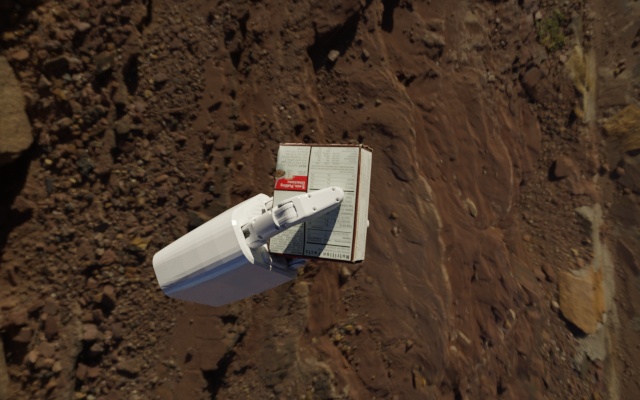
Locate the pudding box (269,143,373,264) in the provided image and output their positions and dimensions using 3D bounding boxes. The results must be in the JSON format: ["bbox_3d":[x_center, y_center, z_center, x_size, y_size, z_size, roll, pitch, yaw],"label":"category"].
[{"bbox_3d":[0.000,0.002,0.464,0.090,0.113,0.039,4,0,22],"label":"pudding box"}]
